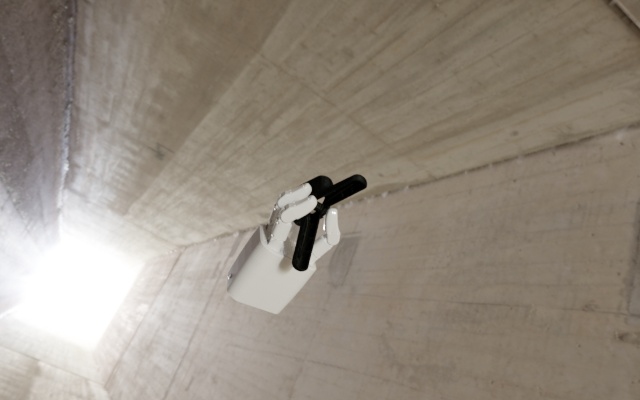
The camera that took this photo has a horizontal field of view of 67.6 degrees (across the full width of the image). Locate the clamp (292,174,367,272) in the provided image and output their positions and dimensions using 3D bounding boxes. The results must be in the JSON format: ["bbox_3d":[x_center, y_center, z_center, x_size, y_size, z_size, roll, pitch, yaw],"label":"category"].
[{"bbox_3d":[0.001,0.003,0.759,0.036,0.164,0.210,35,13,-20],"label":"clamp"}]
